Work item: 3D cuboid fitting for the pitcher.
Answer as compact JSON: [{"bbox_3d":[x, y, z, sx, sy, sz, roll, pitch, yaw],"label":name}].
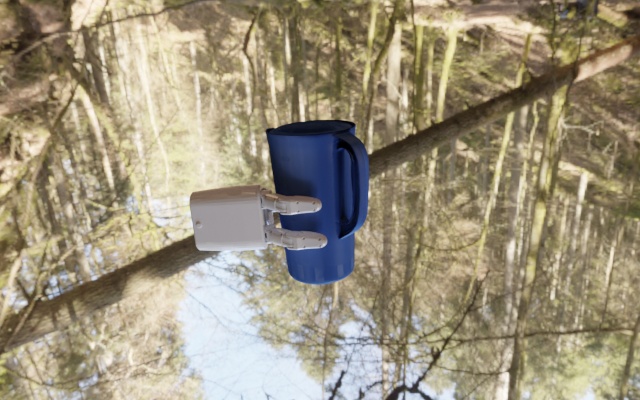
[{"bbox_3d":[0.000,0.002,0.726,0.145,0.243,0.149,-4,18,3],"label":"pitcher"}]
